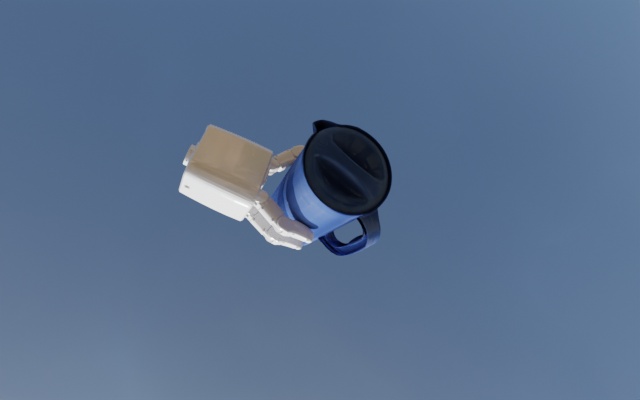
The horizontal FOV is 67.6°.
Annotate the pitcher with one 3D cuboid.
[{"bbox_3d":[0.000,0.002,0.737,0.145,0.149,0.243,23,-26,-14],"label":"pitcher"}]
